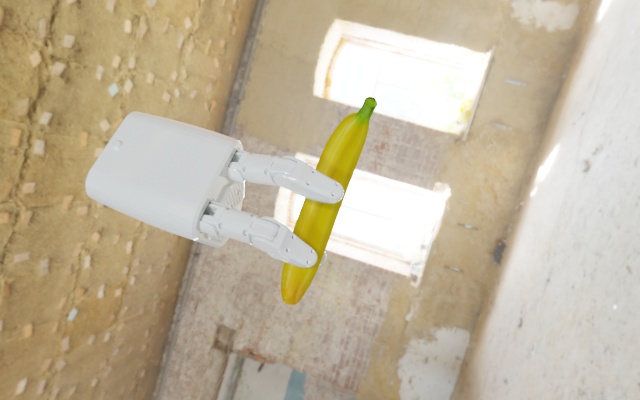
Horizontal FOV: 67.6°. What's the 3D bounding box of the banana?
[{"bbox_3d":[0.003,-0.001,0.450,0.037,0.198,0.069,20,-1,4],"label":"banana"}]
